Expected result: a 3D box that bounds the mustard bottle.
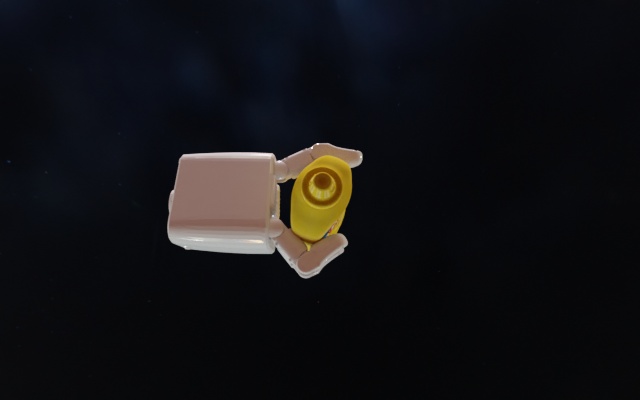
[{"bbox_3d":[0.000,0.002,0.530,0.058,0.096,0.192,25,-11,5],"label":"mustard bottle"}]
